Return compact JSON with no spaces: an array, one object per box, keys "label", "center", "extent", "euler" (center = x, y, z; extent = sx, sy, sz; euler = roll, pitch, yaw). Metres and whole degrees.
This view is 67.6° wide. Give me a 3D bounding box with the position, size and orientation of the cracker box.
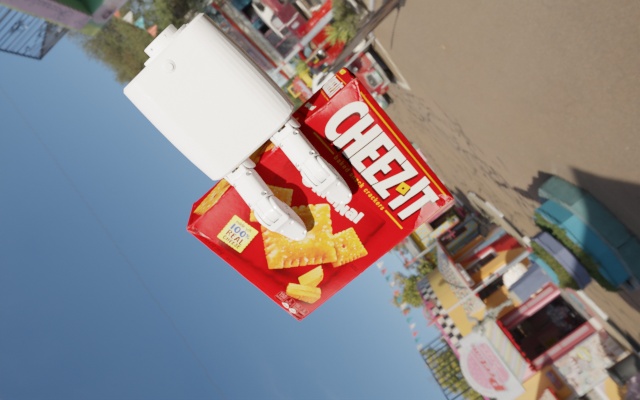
[{"label":"cracker box","center":[0.000,0.002,0.487],"extent":[0.214,0.164,0.072],"euler":[-40,23,10]}]
